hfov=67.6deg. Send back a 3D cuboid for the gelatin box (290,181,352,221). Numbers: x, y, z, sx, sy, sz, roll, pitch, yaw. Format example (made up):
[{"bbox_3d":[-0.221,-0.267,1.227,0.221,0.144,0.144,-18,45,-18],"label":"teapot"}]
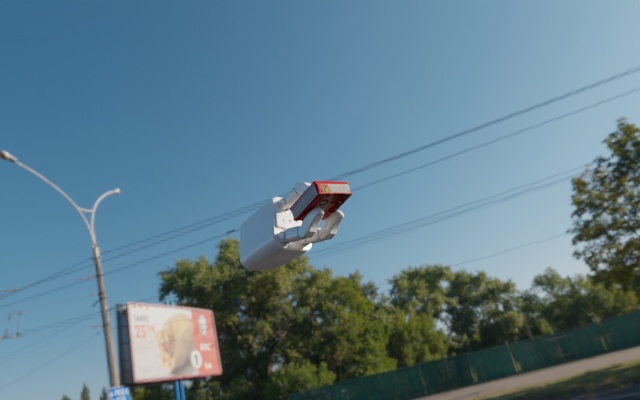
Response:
[{"bbox_3d":[0.000,0.002,0.825,0.073,0.030,0.089,0,-34,-37],"label":"gelatin box"}]
